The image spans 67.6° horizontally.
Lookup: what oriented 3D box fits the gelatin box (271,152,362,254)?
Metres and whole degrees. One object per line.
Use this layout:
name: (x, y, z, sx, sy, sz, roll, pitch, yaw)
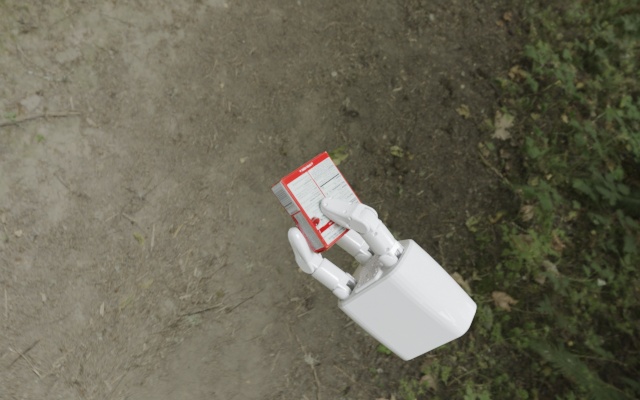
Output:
gelatin box: (0.000, 0.001, 0.524, 0.073, 0.089, 0.030, -37, 4, -35)
